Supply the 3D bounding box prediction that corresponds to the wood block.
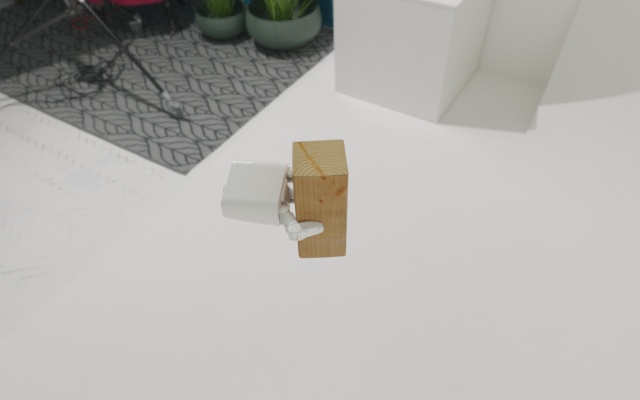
[{"bbox_3d":[0.000,0.003,0.845,0.090,0.090,0.206,-3,-45,-1],"label":"wood block"}]
